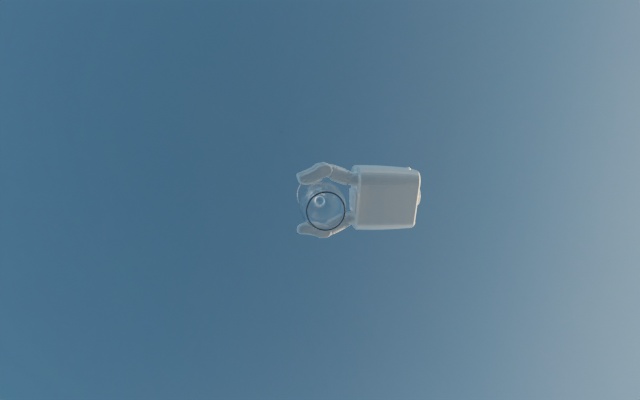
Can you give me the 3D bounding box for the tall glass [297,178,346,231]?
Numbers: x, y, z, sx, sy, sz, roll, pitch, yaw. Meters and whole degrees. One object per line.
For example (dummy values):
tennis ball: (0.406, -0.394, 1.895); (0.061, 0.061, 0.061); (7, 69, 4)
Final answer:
tall glass: (0.000, 0.003, 0.835); (0.079, 0.079, 0.201); (0, 8, -5)
